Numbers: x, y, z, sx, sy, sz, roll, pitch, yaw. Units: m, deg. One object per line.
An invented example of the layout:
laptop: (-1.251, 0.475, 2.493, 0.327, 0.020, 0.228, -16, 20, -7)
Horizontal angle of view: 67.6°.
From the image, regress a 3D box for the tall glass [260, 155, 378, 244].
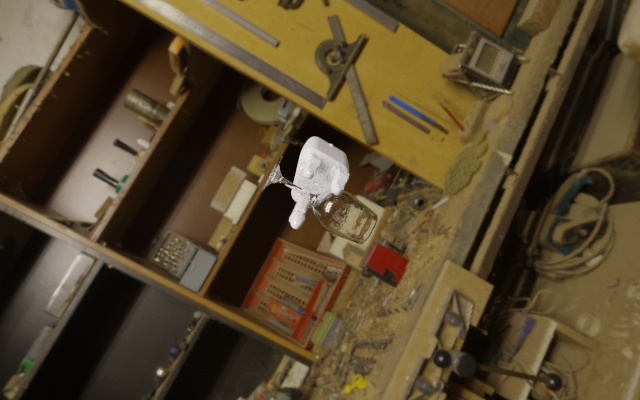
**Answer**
tall glass: (-0.001, 0.003, 0.836, 0.201, 0.079, 0.079, 30, -5, -8)
